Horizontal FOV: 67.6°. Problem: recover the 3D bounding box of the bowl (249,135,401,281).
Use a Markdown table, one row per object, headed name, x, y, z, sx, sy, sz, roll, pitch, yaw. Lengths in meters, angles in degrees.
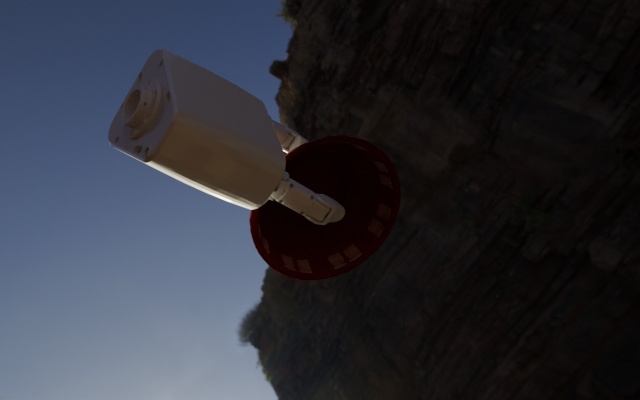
| name | x | y | z | sx | sy | sz | roll | pitch | yaw |
| --- | --- | --- | --- | --- | --- | --- | --- | --- | --- |
| bowl | 0.001 | 0.002 | 0.499 | 0.162 | 0.162 | 0.055 | 0 | 25 | -23 |
